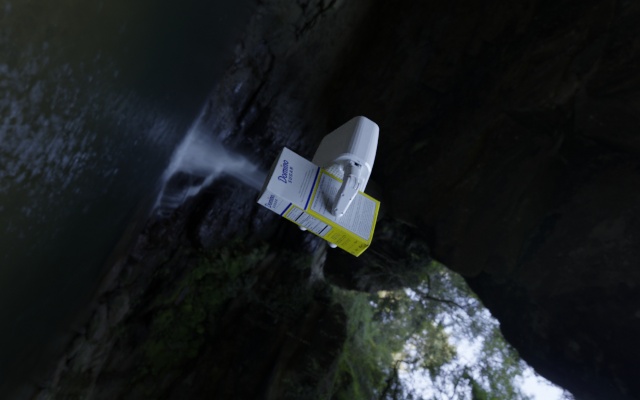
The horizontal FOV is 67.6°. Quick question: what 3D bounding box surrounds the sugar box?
[{"bbox_3d":[0.000,0.003,0.717,0.176,0.093,0.048,28,-43,-11],"label":"sugar box"}]
